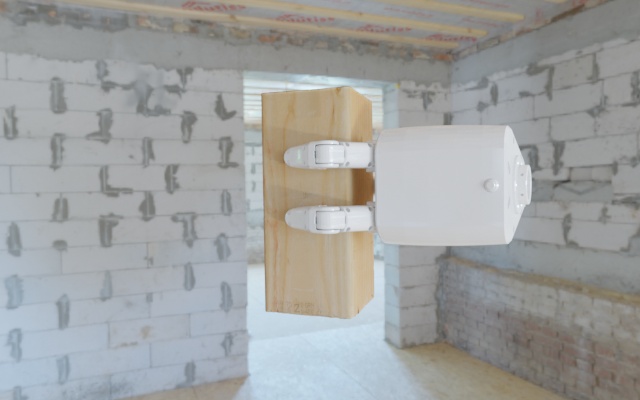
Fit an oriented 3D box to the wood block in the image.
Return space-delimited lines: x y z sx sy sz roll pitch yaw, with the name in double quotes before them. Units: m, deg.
"wood block" 0.001 0.001 0.475 0.090 0.206 0.091 0 2 20
